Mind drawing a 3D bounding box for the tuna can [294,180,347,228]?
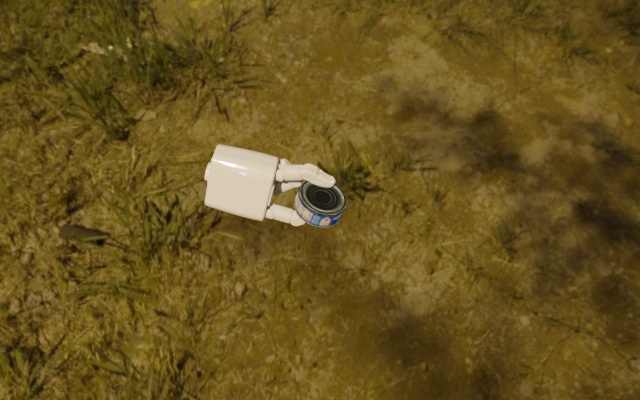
[{"bbox_3d":[0.000,0.002,0.805,0.086,0.086,0.034,0,-41,-23],"label":"tuna can"}]
